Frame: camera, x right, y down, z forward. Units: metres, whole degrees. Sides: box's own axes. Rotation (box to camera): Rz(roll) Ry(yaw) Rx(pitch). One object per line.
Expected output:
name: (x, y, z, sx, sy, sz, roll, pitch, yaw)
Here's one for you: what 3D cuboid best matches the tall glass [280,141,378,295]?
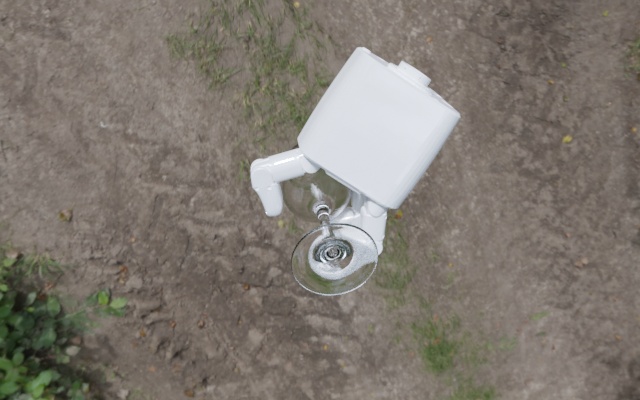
tall glass: (0.000, 0.002, 0.485, 0.079, 0.079, 0.201, 0, 29, -8)
